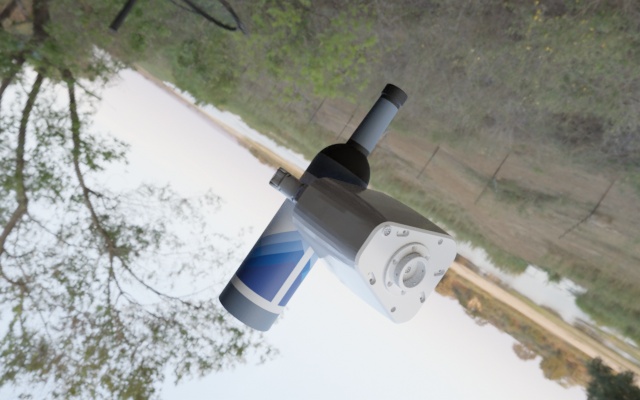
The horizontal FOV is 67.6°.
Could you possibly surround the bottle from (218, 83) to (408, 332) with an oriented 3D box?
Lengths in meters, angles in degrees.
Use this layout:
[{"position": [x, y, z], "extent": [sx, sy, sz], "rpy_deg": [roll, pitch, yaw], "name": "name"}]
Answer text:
[{"position": [0.000, 0.002, 0.519], "extent": [0.069, 0.295, 0.069], "rpy_deg": [35, 0, 0], "name": "bottle"}]
